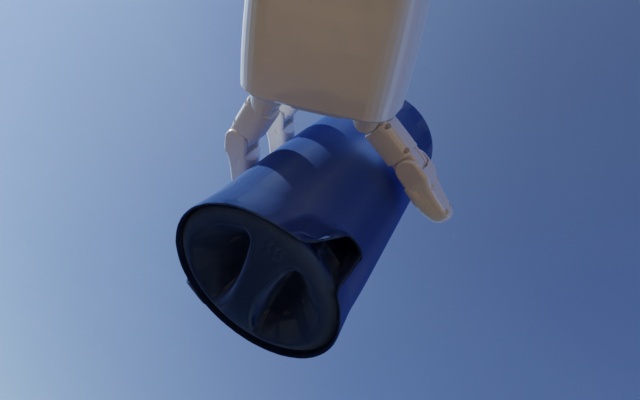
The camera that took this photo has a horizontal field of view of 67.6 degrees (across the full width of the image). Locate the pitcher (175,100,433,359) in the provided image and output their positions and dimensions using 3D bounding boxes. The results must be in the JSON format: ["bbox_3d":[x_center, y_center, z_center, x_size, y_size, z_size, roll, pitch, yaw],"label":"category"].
[{"bbox_3d":[0.000,0.001,0.409,0.149,0.145,0.242,23,41,18],"label":"pitcher"}]
